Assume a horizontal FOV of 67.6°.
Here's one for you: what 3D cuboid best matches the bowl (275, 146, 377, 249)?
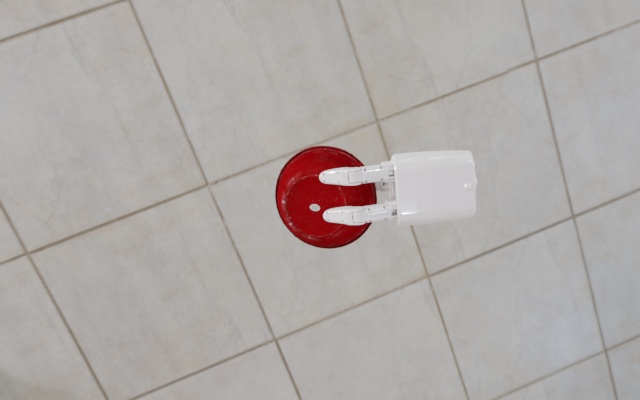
[{"bbox_3d":[-0.001,0.003,0.706,0.162,0.162,0.055,0,13,16],"label":"bowl"}]
